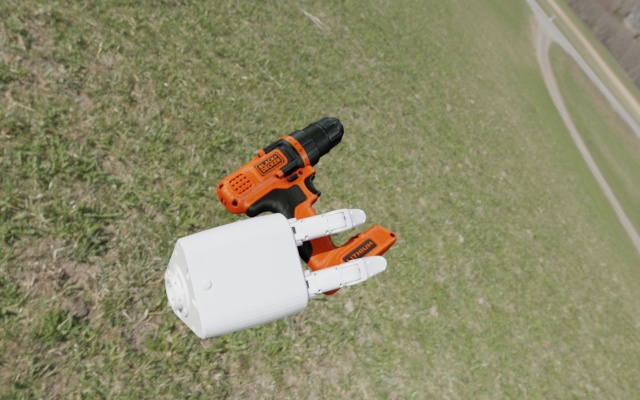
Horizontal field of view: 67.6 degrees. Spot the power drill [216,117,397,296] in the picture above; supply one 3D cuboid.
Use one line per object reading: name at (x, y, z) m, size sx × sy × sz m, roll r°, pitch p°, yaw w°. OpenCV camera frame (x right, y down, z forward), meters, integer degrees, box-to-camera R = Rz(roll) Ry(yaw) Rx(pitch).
power drill at (0.000, 0.002, 0.567) m, size 0.184 × 0.187 × 0.057 m, roll -37°, pitch -15°, yaw -21°
